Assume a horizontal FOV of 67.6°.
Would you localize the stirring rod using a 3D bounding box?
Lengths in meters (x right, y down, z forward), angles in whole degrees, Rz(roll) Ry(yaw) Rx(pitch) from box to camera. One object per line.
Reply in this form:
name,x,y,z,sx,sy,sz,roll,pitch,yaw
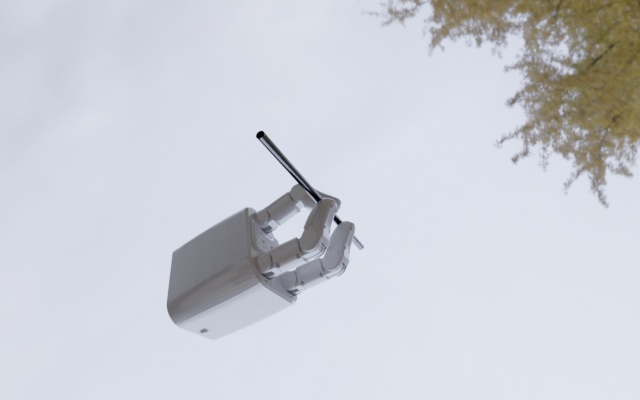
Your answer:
stirring rod,0.000,0.002,0.478,0.011,0.011,0.240,0,-27,27
